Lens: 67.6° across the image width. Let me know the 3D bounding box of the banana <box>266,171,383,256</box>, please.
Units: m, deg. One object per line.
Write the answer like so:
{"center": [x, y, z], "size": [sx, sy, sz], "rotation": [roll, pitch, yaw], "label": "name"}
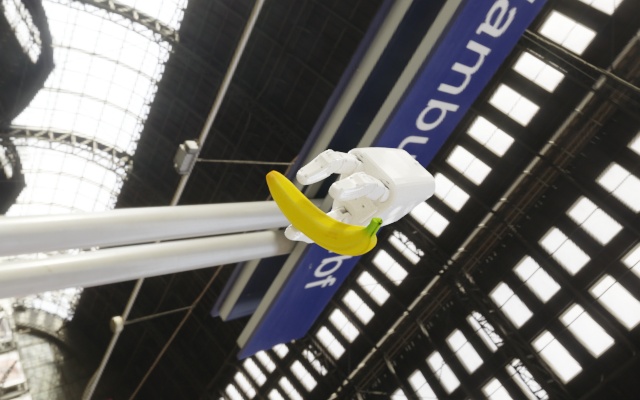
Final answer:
{"center": [0.001, 0.020, 0.576], "size": [0.037, 0.070, 0.197], "rotation": [-13, 26, -42], "label": "banana"}
